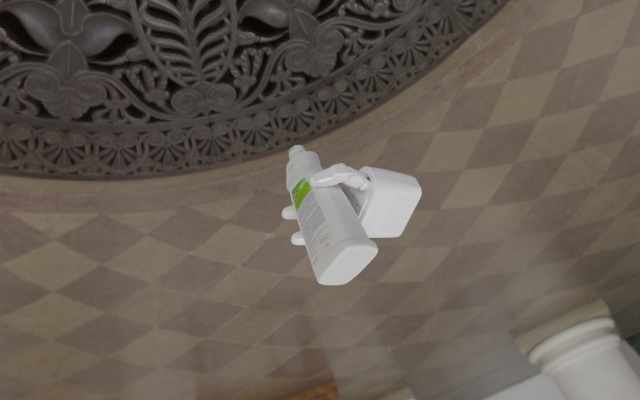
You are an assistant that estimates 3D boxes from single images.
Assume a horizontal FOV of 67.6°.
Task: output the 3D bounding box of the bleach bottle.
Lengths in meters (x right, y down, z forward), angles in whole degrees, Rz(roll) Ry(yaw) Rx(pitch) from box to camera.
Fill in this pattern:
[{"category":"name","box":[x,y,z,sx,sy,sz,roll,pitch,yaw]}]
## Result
[{"category":"bleach bottle","box":[0.000,0.003,0.750,0.068,0.250,0.103,8,-45,-35]}]
